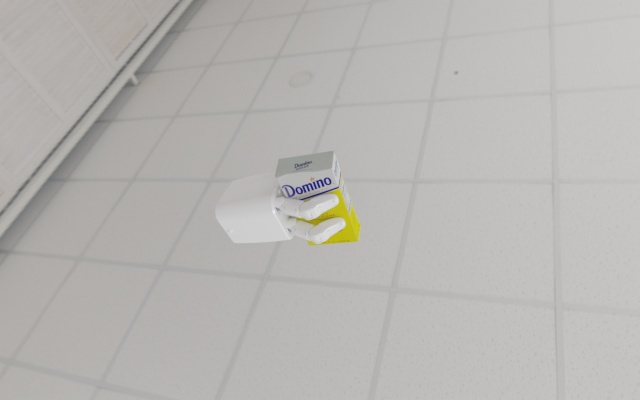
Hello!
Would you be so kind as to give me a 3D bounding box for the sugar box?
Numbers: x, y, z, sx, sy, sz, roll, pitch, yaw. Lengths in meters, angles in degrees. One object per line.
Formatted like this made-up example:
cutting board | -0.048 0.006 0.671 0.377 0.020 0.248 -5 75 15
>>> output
sugar box | 0.000 0.003 0.776 0.093 0.048 0.176 -7 -42 17
